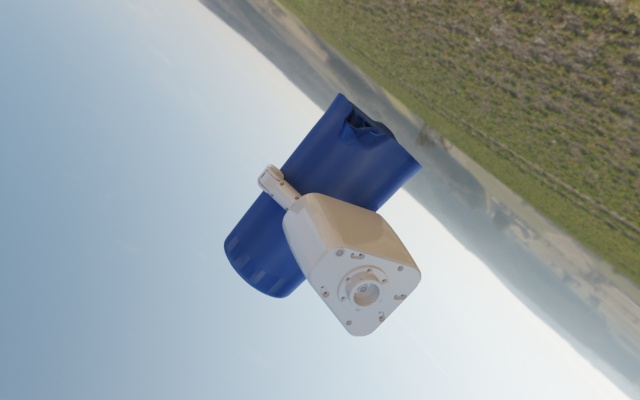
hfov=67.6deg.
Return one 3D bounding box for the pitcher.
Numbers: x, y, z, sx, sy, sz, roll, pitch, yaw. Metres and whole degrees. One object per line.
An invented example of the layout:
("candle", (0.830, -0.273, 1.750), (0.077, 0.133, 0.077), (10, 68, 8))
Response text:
("pitcher", (0.000, 0.002, 0.594), (0.149, 0.243, 0.145), (38, 10, -27))
